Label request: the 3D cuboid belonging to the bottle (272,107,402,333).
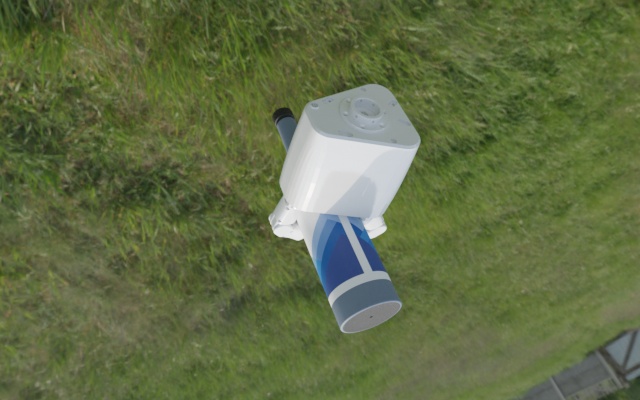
[{"bbox_3d":[0.000,0.002,0.550,0.069,0.295,0.069,-17,-32,-11],"label":"bottle"}]
